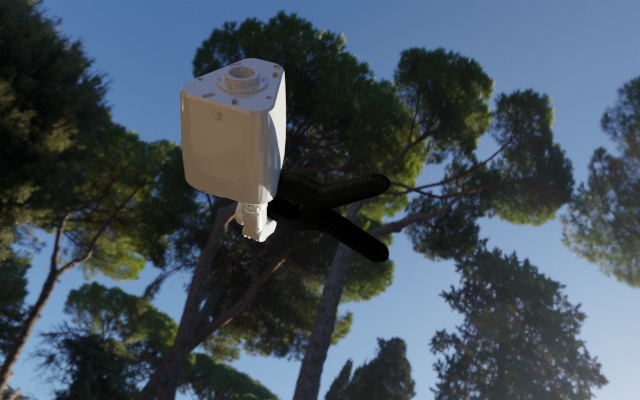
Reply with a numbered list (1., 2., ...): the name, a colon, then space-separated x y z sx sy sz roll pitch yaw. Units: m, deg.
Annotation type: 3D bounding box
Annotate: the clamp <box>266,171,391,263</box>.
1. clamp: 0.000 0.001 0.517 0.171 0.120 0.039 17 41 11
